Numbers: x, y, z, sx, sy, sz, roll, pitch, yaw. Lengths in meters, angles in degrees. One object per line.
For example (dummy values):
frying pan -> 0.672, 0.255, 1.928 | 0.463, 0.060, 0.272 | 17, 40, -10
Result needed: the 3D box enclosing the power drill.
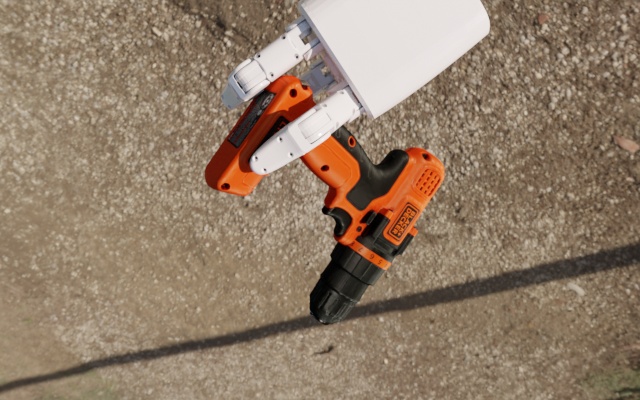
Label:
power drill -> 0.000, 0.001, 0.407 | 0.188, 0.184, 0.057 | 34, -1, -31
